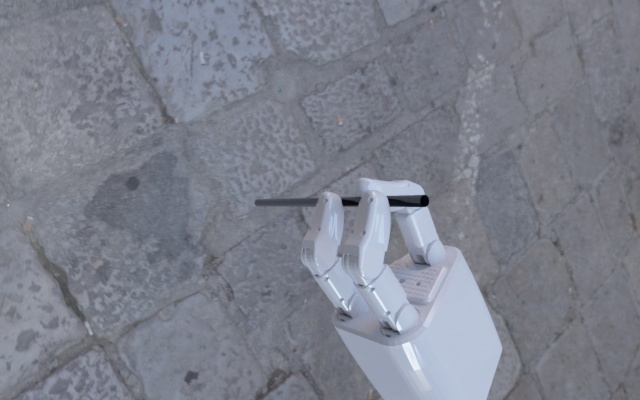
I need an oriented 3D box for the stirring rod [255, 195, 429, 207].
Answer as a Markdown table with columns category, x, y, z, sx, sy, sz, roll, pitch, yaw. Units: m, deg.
| category | x | y | z | sx | sy | sz | roll | pitch | yaw |
| --- | --- | --- | --- | --- | --- | --- | --- | --- | --- |
| stirring rod | 0.000 | 0.001 | 0.402 | 0.011 | 0.011 | 0.239 | 0 | -1 | -33 |
